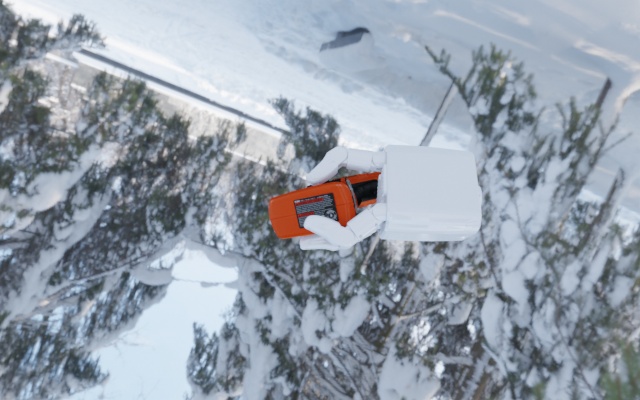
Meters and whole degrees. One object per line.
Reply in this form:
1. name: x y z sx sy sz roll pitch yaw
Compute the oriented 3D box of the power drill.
1. power drill: 0.000 0.002 0.649 0.184 0.057 0.187 -14 5 19
